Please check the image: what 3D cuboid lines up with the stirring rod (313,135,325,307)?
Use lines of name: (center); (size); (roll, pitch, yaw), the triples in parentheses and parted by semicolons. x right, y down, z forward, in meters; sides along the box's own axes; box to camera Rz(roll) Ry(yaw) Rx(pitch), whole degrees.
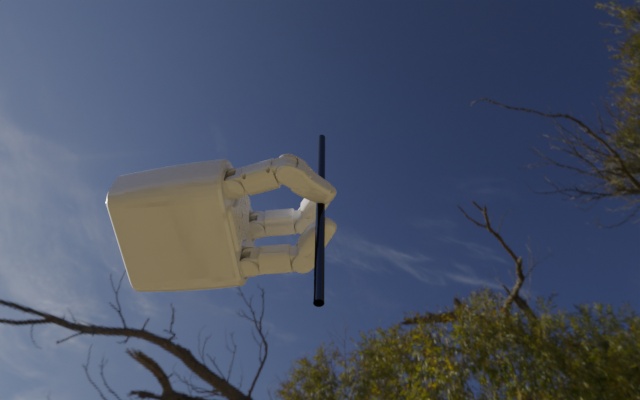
stirring rod: (0.000, 0.001, 0.434); (0.011, 0.011, 0.239); (0, 36, 1)
